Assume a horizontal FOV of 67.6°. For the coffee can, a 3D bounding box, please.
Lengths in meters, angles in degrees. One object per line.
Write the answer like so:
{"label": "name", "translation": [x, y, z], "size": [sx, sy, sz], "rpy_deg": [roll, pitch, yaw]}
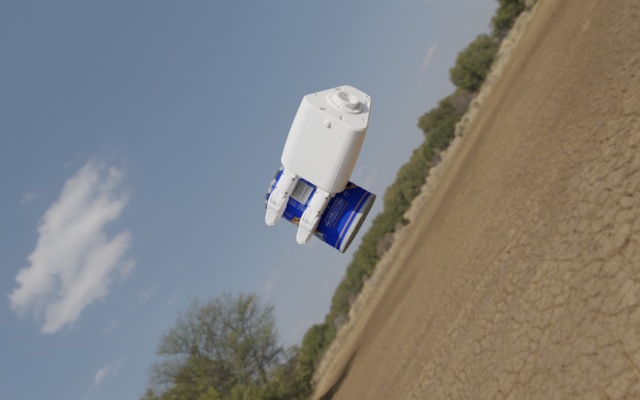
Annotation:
{"label": "coffee can", "translation": [0.000, 0.003, 0.734], "size": [0.140, 0.103, 0.103], "rpy_deg": [30, 5, 9]}
